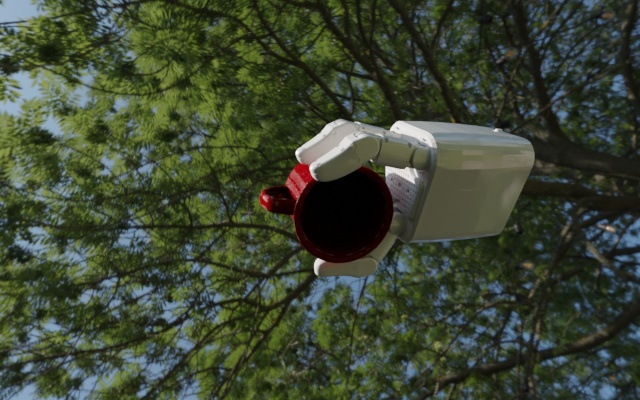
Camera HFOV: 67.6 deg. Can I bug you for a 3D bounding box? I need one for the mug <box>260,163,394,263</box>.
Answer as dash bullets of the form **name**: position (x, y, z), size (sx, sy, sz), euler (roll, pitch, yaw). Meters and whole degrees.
- **mug**: position (-0.001, 0.001, 0.456), size (0.117, 0.093, 0.081), euler (1, 17, -16)
